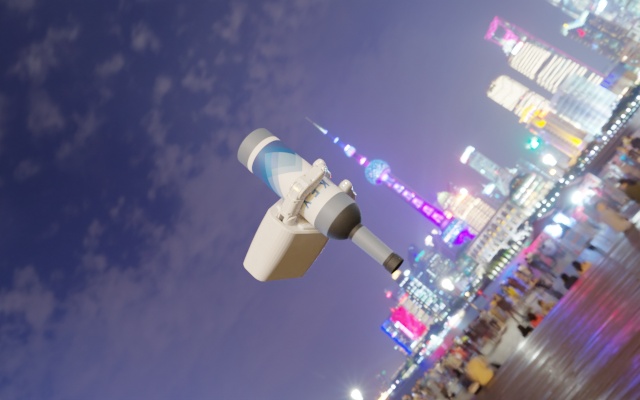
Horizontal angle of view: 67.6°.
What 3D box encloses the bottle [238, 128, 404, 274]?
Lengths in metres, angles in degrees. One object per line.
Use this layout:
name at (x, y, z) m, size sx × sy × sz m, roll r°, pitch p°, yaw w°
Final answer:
bottle at (0.000, 0.002, 0.703) m, size 0.295 × 0.069 × 0.069 m, roll 40°, pitch 16°, yaw 20°
